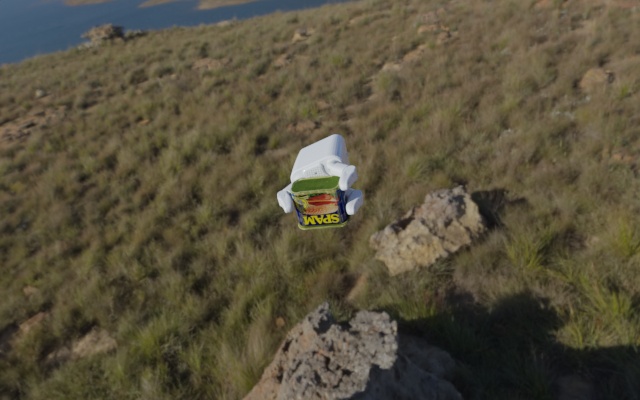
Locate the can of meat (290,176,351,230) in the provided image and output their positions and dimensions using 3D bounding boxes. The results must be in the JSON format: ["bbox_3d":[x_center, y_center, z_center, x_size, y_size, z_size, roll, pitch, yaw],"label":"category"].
[{"bbox_3d":[0.000,0.003,0.898,0.102,0.084,0.057,-5,33,14],"label":"can of meat"}]
